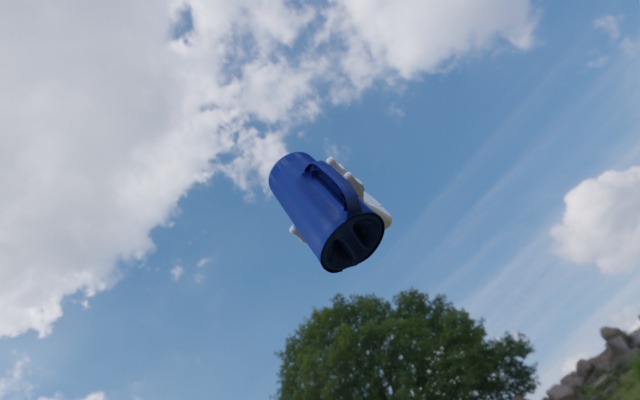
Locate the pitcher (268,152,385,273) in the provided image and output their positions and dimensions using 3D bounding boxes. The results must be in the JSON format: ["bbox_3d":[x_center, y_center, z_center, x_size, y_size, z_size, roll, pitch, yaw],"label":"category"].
[{"bbox_3d":[0.000,0.003,0.891,0.145,0.149,0.242,25,17,-48],"label":"pitcher"}]
